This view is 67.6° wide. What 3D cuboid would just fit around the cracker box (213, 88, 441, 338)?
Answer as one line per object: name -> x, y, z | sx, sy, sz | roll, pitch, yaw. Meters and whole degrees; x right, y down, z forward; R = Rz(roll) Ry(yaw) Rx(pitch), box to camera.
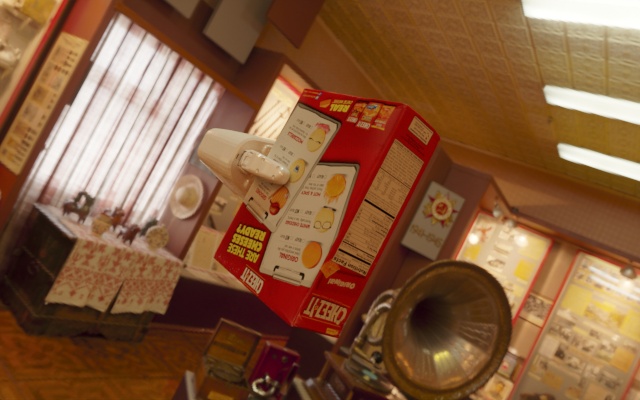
cracker box -> 0.000, 0.001, 0.480 | 0.072, 0.213, 0.164 | 29, -2, -39
